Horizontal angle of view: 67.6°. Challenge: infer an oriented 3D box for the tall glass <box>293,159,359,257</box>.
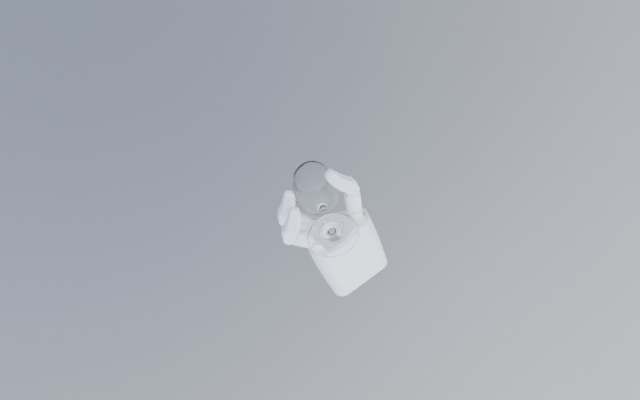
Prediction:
[{"bbox_3d":[0.000,0.003,0.757,0.079,0.079,0.201,0,29,-12],"label":"tall glass"}]
